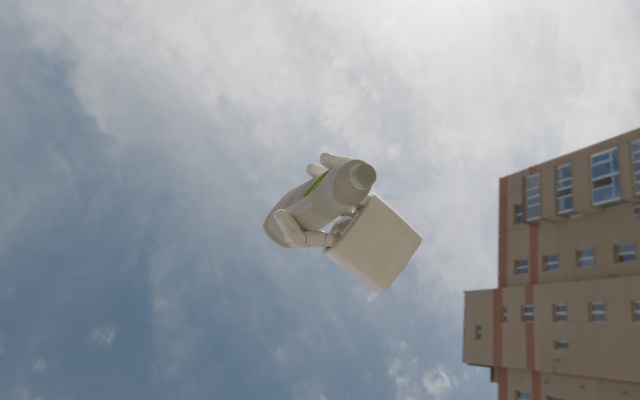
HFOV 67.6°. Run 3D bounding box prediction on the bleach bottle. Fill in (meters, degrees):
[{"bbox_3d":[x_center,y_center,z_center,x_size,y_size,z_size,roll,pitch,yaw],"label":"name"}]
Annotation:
[{"bbox_3d":[0.000,0.002,0.682,0.068,0.102,0.251,41,-25,-11],"label":"bleach bottle"}]
